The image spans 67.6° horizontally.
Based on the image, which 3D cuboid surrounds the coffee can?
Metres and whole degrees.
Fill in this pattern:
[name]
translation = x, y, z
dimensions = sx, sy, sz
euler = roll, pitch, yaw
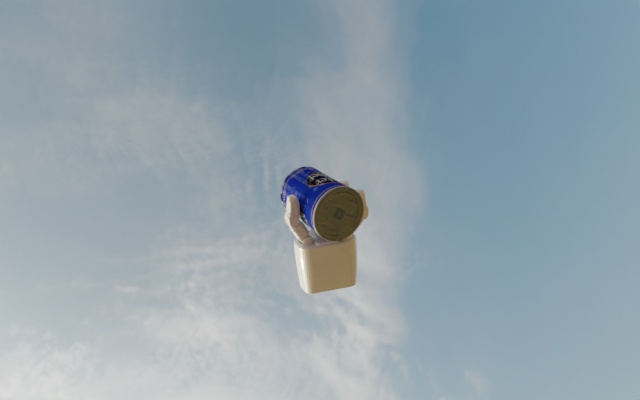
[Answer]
[coffee can]
translation = 0.000, 0.003, 0.896
dimensions = 0.103, 0.103, 0.140
euler = 0, 19, -31
